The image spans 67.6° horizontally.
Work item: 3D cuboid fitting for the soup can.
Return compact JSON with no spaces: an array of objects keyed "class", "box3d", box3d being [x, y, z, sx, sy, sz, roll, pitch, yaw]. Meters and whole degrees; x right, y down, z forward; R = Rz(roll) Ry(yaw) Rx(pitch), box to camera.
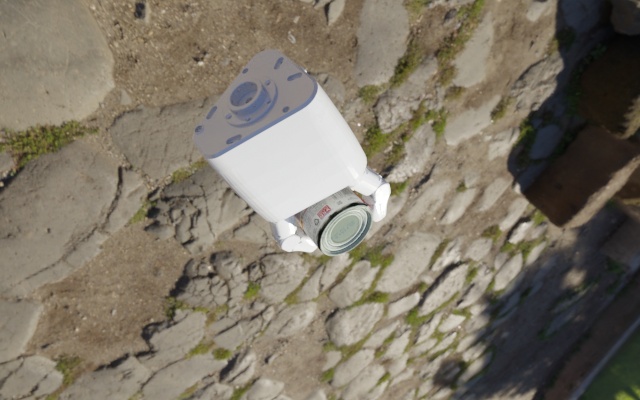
[{"class":"soup can","box3d":[0.000,0.002,0.509,0.068,0.068,0.102,0,35,-40]}]
